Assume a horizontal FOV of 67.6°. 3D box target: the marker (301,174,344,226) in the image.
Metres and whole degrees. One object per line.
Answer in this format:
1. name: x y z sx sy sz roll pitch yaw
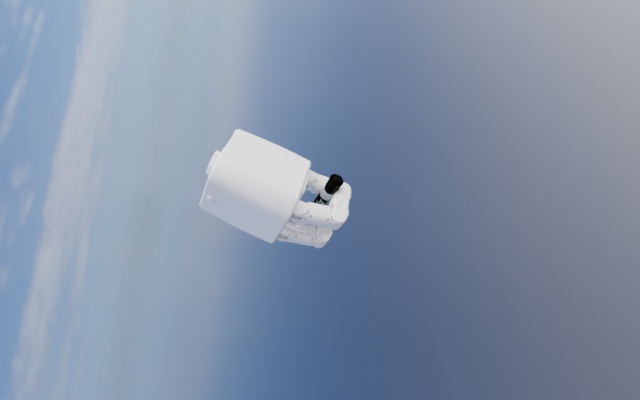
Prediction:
1. marker: 0.000 0.002 0.634 0.020 0.020 0.121 0 -30 -25
